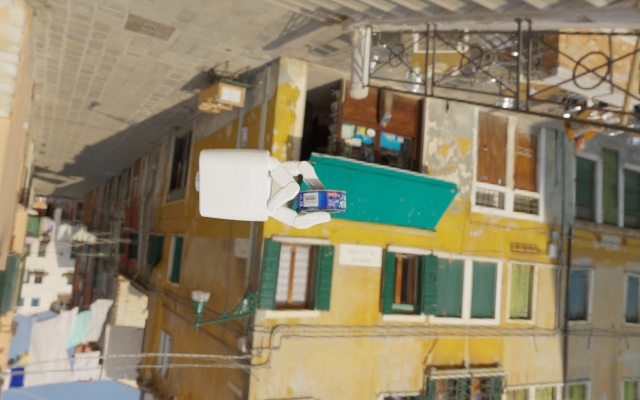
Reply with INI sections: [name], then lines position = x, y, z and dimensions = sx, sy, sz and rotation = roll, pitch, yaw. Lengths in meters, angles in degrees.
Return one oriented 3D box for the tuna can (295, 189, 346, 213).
[tuna can]
position = 0.000, 0.003, 0.799
dimensions = 0.086, 0.033, 0.086
rotation = -1, -6, 0
